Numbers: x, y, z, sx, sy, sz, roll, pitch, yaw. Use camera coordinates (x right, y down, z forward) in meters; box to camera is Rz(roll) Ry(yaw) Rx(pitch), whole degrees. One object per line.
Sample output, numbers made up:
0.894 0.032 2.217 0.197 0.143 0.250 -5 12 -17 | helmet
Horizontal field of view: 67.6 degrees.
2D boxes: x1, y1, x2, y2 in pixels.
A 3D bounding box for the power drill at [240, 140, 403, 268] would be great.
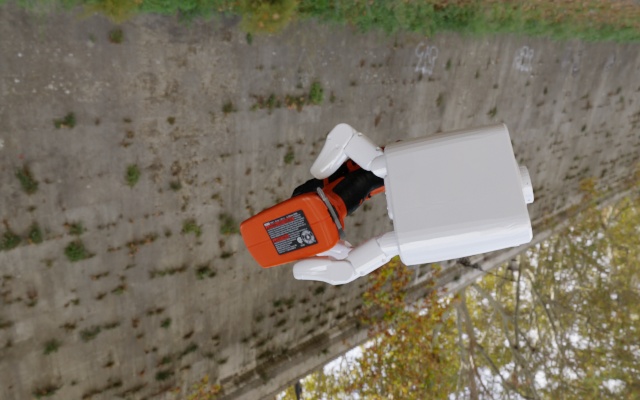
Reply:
0.000 0.002 0.518 0.184 0.057 0.187 -23 9 38 | power drill
